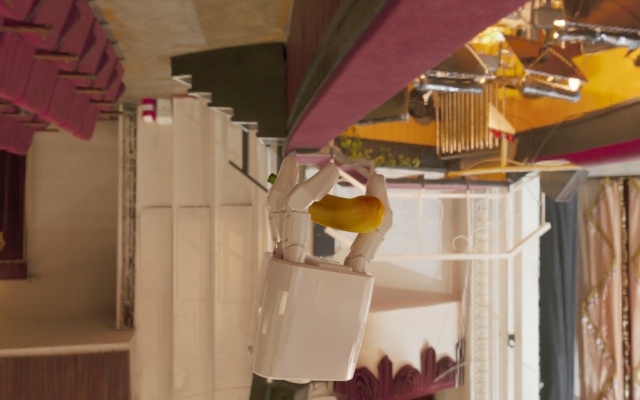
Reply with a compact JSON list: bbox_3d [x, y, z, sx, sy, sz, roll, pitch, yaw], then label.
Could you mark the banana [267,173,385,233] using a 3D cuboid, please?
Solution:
[{"bbox_3d":[0.012,0.008,0.498,0.070,0.037,0.198,27,-8,-34],"label":"banana"}]
